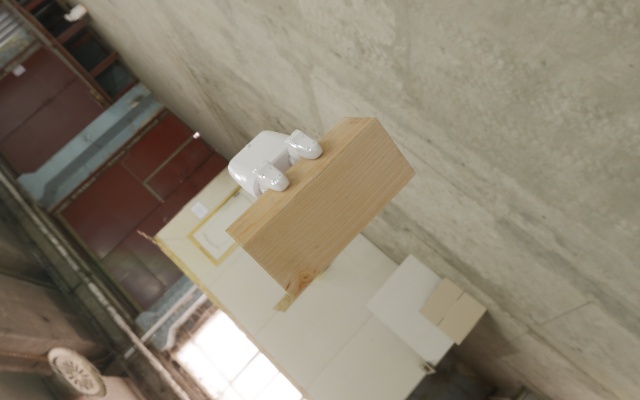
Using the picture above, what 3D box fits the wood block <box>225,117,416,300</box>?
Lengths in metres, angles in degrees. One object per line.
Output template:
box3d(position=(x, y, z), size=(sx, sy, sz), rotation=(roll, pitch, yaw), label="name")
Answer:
box3d(position=(0.000, 0.002, 0.569), size=(0.206, 0.091, 0.090), rotation=(-45, 24, -11), label="wood block")
